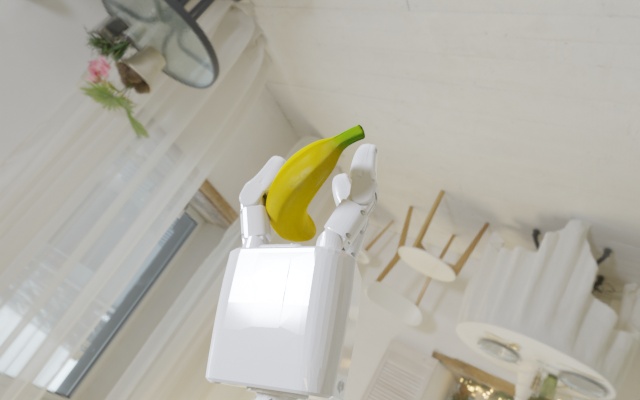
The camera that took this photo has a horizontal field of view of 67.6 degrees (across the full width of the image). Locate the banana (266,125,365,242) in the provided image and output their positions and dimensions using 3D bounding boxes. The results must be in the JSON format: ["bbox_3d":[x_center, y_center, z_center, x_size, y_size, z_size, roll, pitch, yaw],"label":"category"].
[{"bbox_3d":[-0.017,0.002,0.436,0.069,0.037,0.198,-7,-24,-18],"label":"banana"}]
